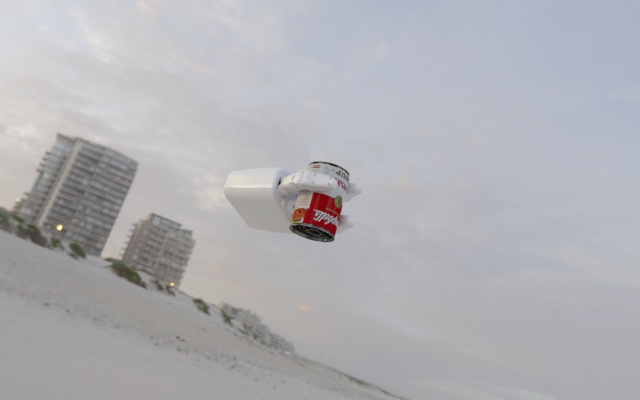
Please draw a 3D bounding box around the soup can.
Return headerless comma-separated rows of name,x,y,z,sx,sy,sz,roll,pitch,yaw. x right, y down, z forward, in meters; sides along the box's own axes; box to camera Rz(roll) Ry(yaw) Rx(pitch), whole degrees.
soup can,0.001,0.002,0.701,0.068,0.102,0.068,14,-20,5
